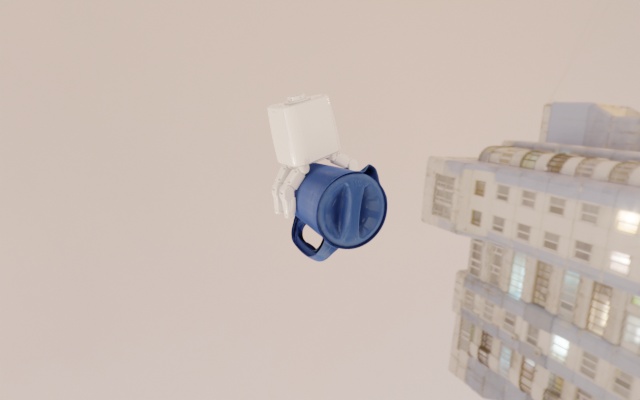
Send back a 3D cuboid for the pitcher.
[{"bbox_3d":[0.000,0.003,0.884,0.149,0.145,0.242,-19,19,-21],"label":"pitcher"}]
